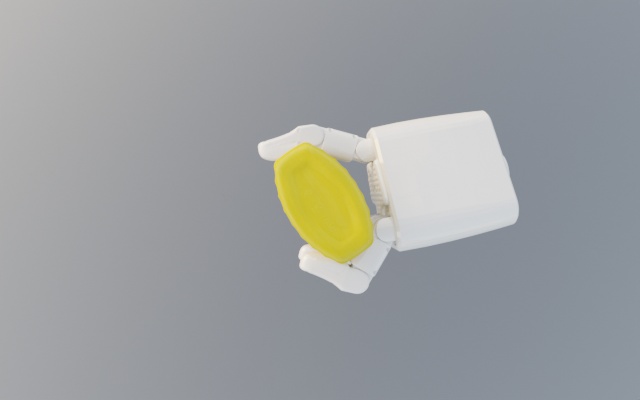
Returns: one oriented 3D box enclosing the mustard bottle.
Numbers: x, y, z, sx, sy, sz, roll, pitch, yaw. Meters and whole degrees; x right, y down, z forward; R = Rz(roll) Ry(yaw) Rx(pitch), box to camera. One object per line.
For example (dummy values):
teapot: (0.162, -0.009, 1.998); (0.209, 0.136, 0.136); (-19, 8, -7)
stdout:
mustard bottle: (0.000, 0.002, 0.448); (0.058, 0.096, 0.191); (-36, 1, -1)
